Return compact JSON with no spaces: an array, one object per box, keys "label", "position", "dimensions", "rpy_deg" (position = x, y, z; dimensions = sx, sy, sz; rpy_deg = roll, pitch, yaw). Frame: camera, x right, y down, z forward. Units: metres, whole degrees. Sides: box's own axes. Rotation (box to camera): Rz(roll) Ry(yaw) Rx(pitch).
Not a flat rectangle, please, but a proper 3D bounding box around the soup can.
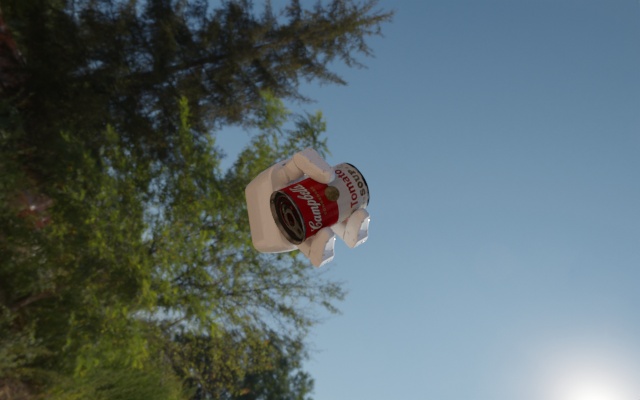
[{"label":"soup can","position":[0.000,0.002,0.573],"dimensions":[0.102,0.068,0.068],"rpy_deg":[-25,13,-30]}]
